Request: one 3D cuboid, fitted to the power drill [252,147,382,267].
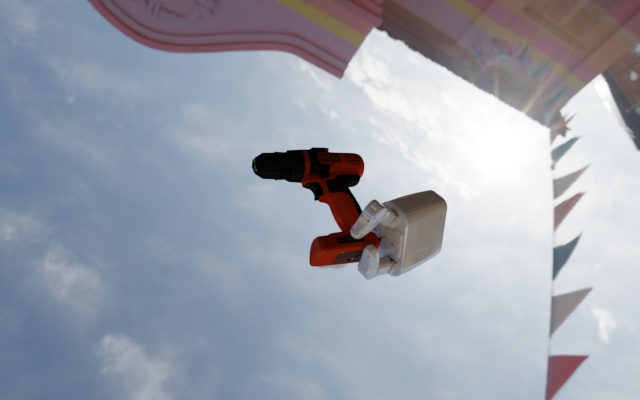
[{"bbox_3d":[0.000,0.003,0.711,0.184,0.187,0.057,-2,-31,-23],"label":"power drill"}]
